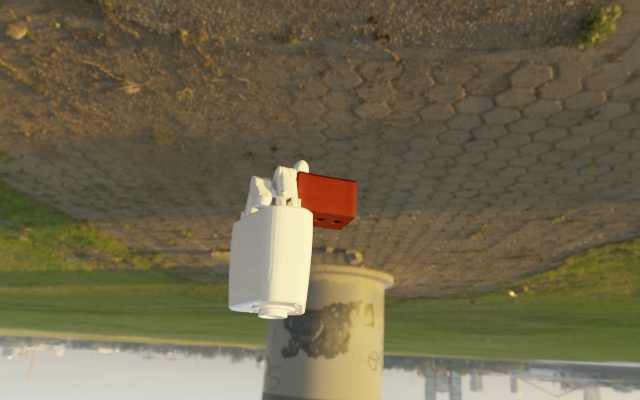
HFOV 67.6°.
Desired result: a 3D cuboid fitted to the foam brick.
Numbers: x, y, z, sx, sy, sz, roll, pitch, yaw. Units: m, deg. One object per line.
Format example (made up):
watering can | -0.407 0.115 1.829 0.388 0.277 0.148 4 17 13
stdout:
foam brick | 0.000 0.002 0.598 0.078 0.051 0.053 8 -25 -17
